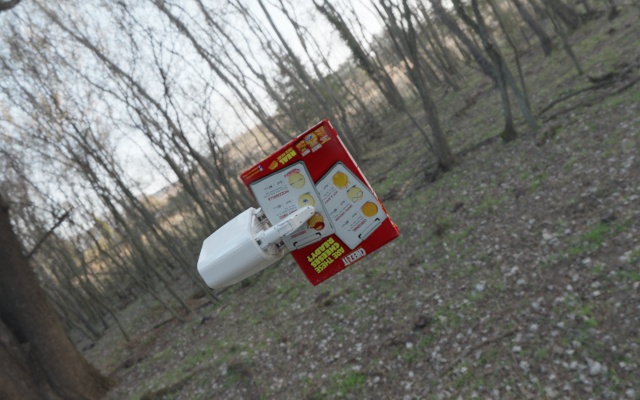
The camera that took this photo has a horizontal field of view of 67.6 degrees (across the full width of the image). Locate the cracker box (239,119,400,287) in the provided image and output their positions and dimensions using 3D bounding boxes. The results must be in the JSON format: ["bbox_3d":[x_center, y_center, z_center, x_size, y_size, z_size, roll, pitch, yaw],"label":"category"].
[{"bbox_3d":[0.000,0.002,0.766,0.164,0.214,0.072,-32,7,10],"label":"cracker box"}]
